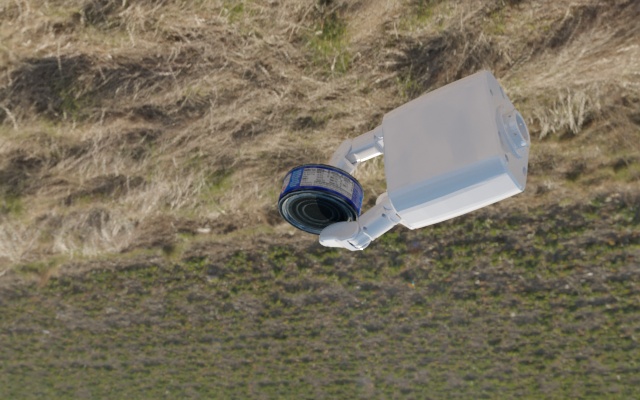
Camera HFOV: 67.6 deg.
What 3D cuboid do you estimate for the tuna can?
[{"bbox_3d":[0.000,0.002,0.491,0.086,0.033,0.086,9,-34,6],"label":"tuna can"}]
